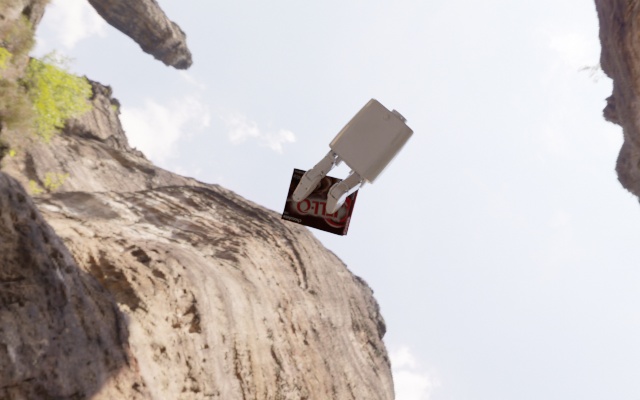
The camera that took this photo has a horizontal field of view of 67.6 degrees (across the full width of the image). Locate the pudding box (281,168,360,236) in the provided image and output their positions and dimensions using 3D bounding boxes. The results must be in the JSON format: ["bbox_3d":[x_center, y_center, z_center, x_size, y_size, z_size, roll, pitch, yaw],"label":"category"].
[{"bbox_3d":[0.000,0.003,0.791,0.113,0.090,0.039,14,0,20],"label":"pudding box"}]
